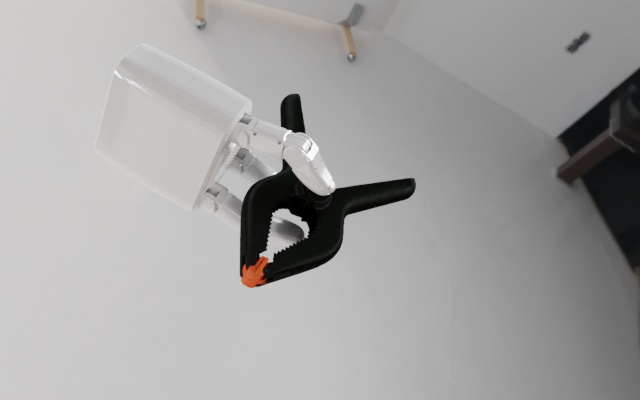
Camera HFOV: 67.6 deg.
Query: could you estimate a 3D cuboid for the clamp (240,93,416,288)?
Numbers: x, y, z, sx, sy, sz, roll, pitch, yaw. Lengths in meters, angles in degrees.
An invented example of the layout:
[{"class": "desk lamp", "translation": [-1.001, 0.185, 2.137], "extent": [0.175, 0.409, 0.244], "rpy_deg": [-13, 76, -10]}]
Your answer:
[{"class": "clamp", "translation": [0.000, 0.001, 0.439], "extent": [0.164, 0.209, 0.036], "rpy_deg": [30, -40, -4]}]
